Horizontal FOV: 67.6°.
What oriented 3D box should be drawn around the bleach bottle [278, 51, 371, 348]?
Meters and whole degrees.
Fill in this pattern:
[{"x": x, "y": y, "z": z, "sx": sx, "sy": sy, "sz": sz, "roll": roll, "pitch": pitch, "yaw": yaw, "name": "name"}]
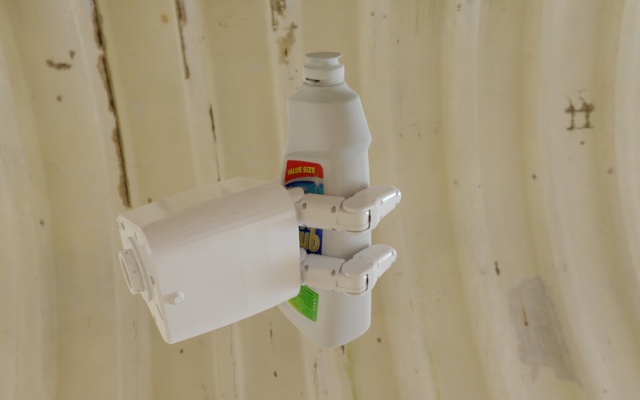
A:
[{"x": 0.000, "y": 0.001, "z": 0.415, "sx": 0.068, "sy": 0.251, "sz": 0.102, "roll": -18, "pitch": 31, "yaw": -30, "name": "bleach bottle"}]
